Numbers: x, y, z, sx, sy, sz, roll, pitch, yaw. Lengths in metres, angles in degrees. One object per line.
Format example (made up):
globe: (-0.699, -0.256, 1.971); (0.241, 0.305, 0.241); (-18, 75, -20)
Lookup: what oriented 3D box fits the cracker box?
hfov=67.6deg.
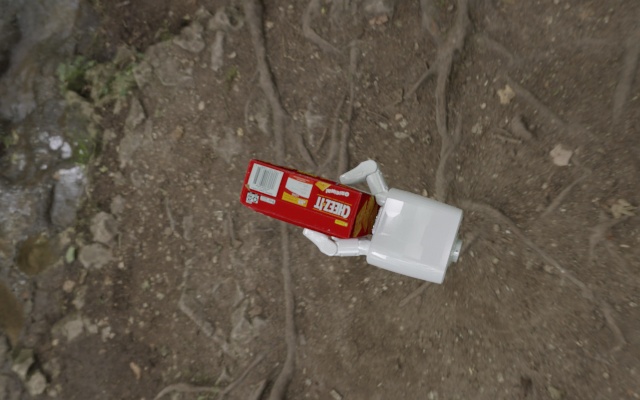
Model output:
cracker box: (0.000, 0.002, 0.719); (0.164, 0.072, 0.214); (17, 2, 16)
